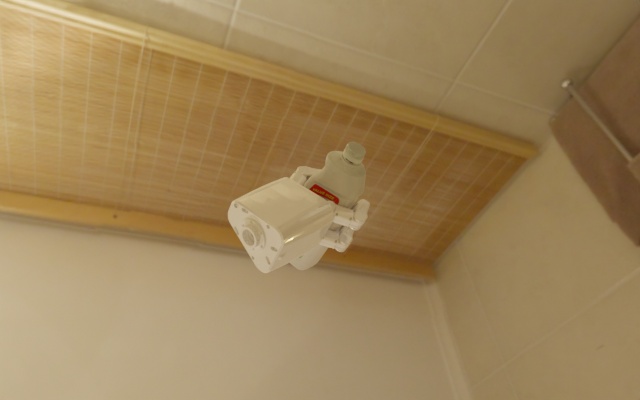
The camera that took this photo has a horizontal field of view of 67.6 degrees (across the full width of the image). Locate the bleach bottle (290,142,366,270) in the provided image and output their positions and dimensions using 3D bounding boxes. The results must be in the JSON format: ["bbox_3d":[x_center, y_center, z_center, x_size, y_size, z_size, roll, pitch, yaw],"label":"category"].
[{"bbox_3d":[0.000,0.003,0.771,0.068,0.102,0.251,-26,-26,-44],"label":"bleach bottle"}]
